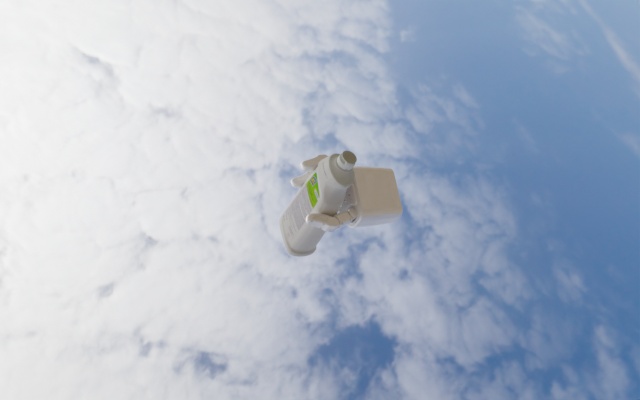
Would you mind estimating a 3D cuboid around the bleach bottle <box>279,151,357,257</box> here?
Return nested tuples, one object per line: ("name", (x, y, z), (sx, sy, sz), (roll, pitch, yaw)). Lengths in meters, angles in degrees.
("bleach bottle", (0.000, 0.003, 0.893), (0.068, 0.102, 0.251), (-2, -32, -31))
